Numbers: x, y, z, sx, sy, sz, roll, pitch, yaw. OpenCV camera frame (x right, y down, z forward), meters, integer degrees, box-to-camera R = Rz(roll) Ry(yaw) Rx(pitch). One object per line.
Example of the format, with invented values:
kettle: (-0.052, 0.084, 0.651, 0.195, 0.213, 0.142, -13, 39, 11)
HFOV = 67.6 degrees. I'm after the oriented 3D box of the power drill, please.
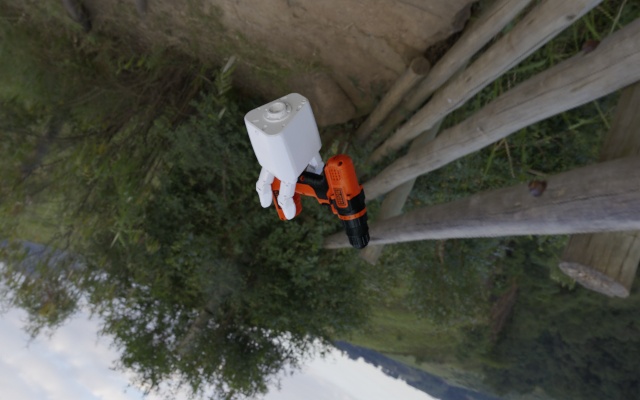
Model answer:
power drill: (0.000, 0.003, 0.895, 0.187, 0.184, 0.057, 2, 27, 36)
